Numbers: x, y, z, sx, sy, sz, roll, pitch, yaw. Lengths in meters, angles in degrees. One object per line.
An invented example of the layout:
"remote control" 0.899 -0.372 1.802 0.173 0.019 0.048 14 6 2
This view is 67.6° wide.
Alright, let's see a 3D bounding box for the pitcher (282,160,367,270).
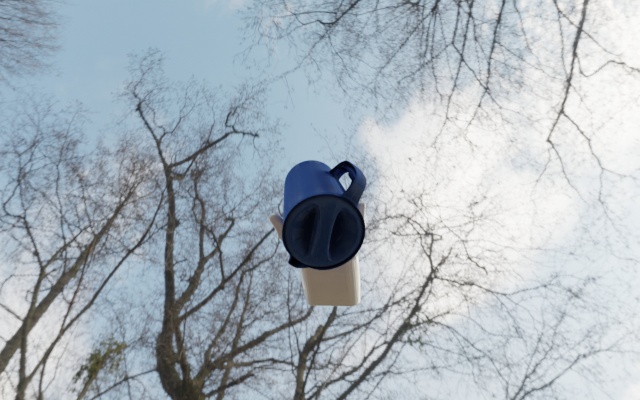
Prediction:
"pitcher" 0.000 0.003 0.855 0.149 0.145 0.242 -10 23 -3
